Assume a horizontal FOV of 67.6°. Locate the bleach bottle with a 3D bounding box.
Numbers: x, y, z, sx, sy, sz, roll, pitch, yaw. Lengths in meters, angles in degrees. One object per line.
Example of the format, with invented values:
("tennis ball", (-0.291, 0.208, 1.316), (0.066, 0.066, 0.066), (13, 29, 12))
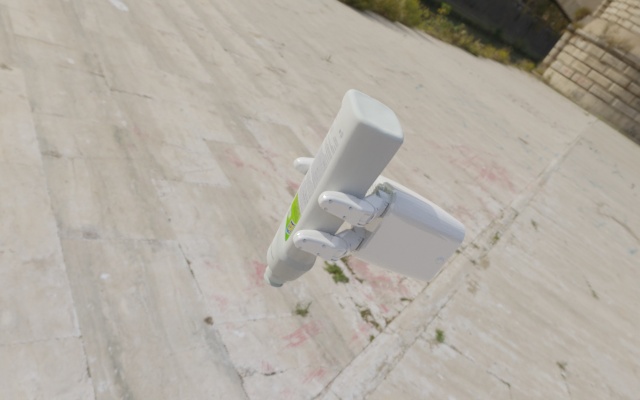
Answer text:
("bleach bottle", (0.000, 0.002, 0.560), (0.068, 0.251, 0.102), (24, 28, -15))
